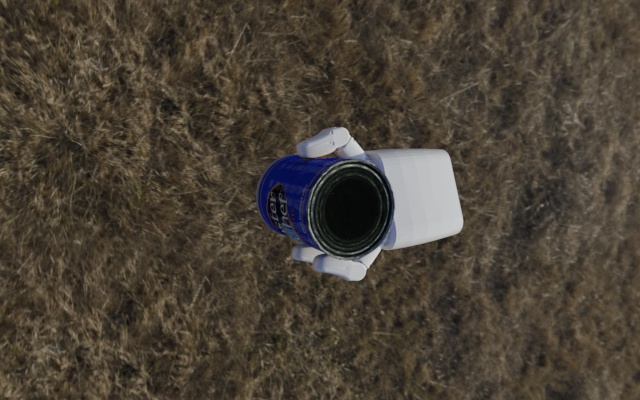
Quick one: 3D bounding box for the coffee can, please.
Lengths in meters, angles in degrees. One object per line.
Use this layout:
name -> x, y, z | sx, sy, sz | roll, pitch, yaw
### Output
coffee can -> 0.000, 0.002, 0.533 | 0.103, 0.103, 0.140 | 0, 7, -28
